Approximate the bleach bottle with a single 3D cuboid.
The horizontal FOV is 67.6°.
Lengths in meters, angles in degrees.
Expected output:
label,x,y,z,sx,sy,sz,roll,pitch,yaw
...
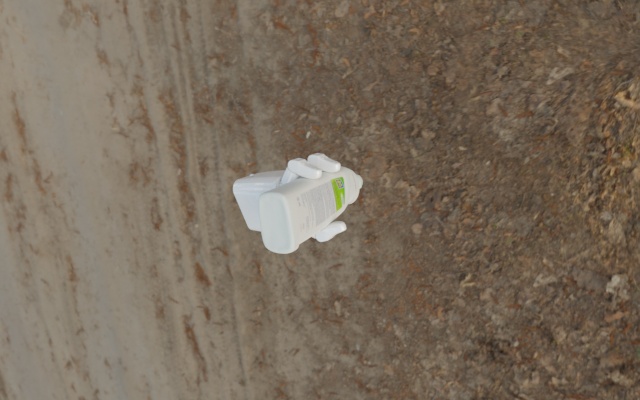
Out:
label,x,y,z,sx,sy,sz,roll,pitch,yaw
bleach bottle,0.000,0.003,0.824,0.068,0.102,0.251,2,16,35
